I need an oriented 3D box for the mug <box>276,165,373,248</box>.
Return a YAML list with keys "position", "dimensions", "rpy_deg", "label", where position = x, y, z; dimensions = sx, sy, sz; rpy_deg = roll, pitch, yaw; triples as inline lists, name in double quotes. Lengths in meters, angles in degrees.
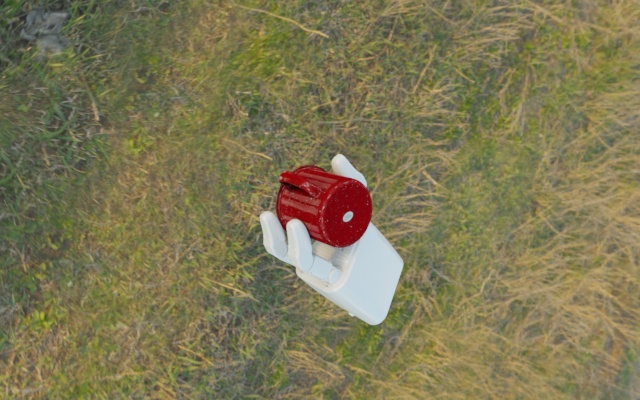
- position: [-0.001, 0.001, 0.560]
  dimensions: [0.081, 0.093, 0.117]
  rpy_deg: [16, -21, 50]
  label: "mug"
